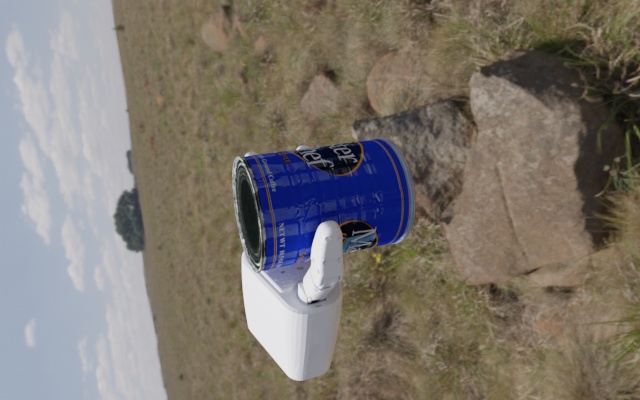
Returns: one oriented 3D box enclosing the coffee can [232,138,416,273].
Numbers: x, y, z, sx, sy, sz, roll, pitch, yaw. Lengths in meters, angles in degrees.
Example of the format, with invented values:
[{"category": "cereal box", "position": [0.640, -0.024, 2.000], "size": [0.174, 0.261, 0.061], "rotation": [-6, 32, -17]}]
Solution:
[{"category": "coffee can", "position": [0.000, 0.001, 0.436], "size": [0.140, 0.103, 0.103], "rotation": [-10, 3, -20]}]
